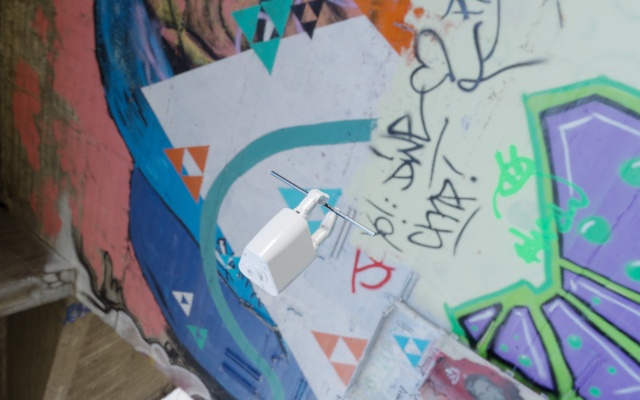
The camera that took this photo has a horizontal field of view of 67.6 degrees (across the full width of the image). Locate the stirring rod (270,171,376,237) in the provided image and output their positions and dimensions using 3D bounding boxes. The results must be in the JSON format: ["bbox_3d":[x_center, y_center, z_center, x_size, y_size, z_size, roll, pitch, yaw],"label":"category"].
[{"bbox_3d":[0.000,0.003,0.890,0.239,0.011,0.011,31,12,21],"label":"stirring rod"}]
